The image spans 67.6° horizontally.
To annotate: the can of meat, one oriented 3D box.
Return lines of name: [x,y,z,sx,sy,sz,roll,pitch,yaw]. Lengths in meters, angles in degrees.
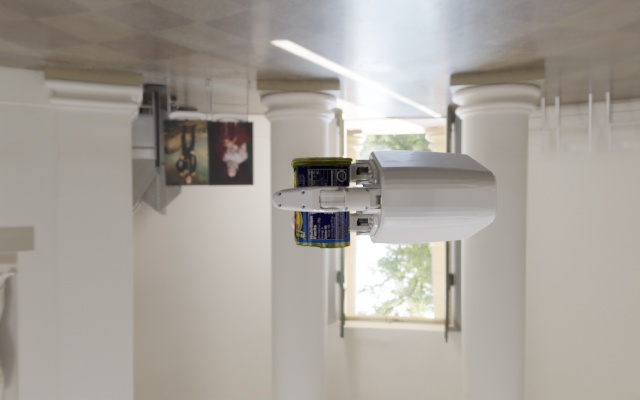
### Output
can of meat: [0.000,0.002,0.482,0.057,0.084,0.102,-1,1,-5]
